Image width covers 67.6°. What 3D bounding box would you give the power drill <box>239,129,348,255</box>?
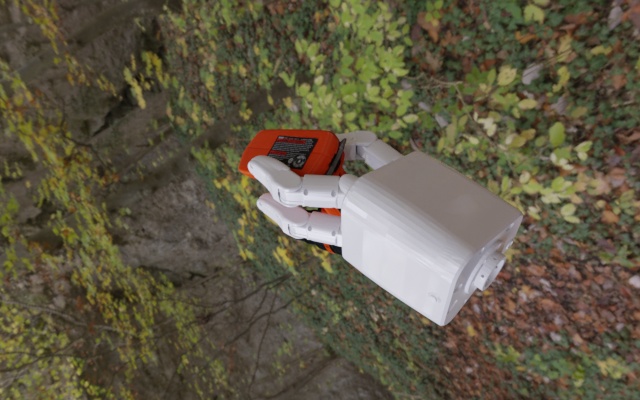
[{"bbox_3d":[0.000,0.001,0.507,0.184,0.057,0.188,6,-27,39],"label":"power drill"}]
